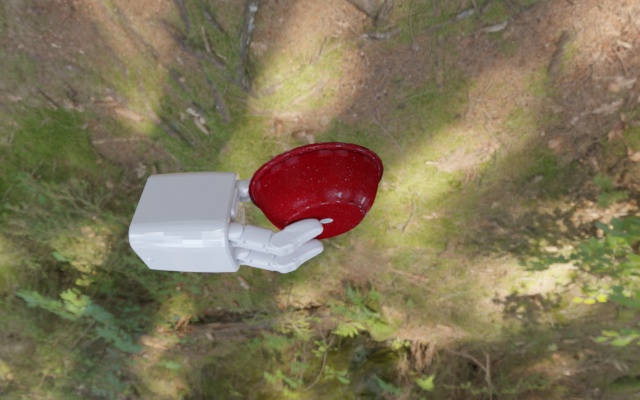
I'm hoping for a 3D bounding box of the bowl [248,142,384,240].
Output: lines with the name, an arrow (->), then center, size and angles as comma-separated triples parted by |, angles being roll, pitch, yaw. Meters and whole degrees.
bowl -> 0.001, 0.002, 0.550 | 0.162, 0.055, 0.162 | -9, -29, -5
